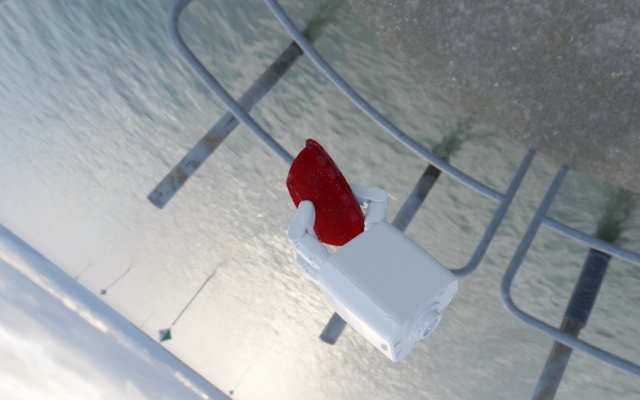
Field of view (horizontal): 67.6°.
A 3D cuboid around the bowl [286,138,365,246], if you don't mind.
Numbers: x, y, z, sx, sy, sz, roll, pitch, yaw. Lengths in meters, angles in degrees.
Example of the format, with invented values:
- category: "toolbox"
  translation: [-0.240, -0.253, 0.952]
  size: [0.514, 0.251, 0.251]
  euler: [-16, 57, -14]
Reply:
- category: "bowl"
  translation: [-0.001, 0.002, 0.628]
  size: [0.055, 0.162, 0.162]
  euler: [-29, 5, -9]
